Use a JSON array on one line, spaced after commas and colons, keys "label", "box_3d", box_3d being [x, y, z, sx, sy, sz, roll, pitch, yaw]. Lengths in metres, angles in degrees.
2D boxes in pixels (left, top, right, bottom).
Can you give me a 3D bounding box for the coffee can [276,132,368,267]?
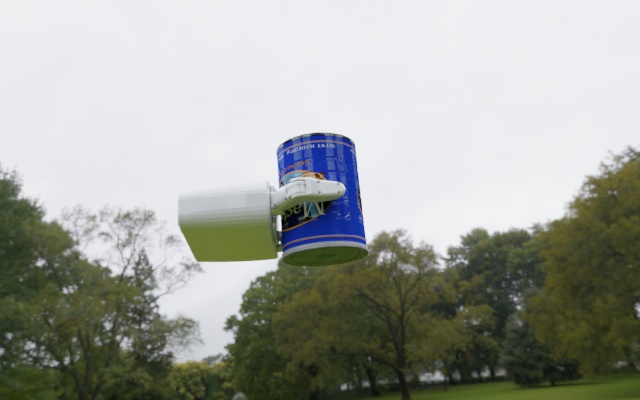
[{"label": "coffee can", "box_3d": [0.000, 0.002, 0.587, 0.103, 0.140, 0.103, -4, -19, -2]}]
